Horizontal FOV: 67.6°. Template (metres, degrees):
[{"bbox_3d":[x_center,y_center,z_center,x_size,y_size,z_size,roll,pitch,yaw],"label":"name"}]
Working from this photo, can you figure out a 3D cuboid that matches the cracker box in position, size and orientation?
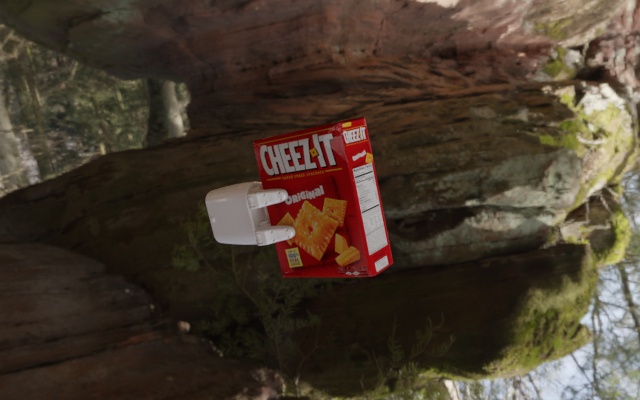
[{"bbox_3d":[0.000,0.002,0.689,0.164,0.214,0.072,-6,10,37],"label":"cracker box"}]
